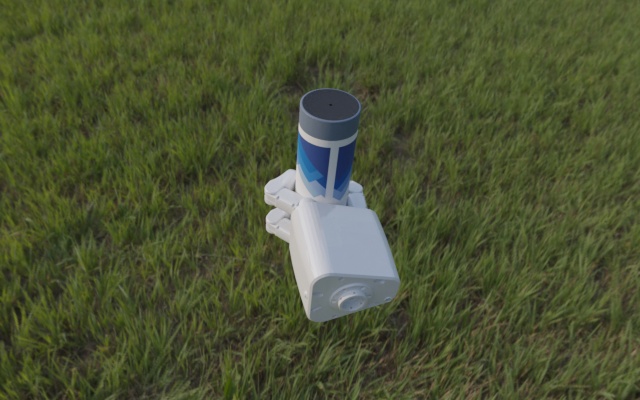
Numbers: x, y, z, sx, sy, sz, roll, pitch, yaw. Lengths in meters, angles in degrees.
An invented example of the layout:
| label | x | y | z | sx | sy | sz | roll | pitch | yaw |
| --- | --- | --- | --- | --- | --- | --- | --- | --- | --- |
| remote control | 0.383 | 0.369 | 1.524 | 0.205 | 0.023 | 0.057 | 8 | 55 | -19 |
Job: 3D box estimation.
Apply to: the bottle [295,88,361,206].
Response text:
| label | x | y | z | sx | sy | sz | roll | pitch | yaw |
| --- | --- | --- | --- | --- | --- | --- | --- | --- | --- |
| bottle | 0.000 | 0.002 | 0.616 | 0.069 | 0.296 | 0.069 | 3 | 44 | -3 |
